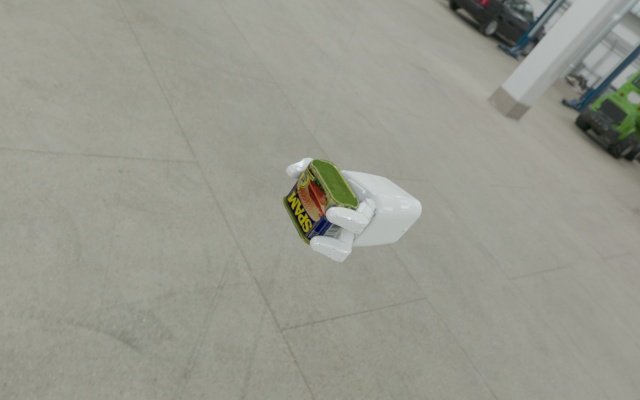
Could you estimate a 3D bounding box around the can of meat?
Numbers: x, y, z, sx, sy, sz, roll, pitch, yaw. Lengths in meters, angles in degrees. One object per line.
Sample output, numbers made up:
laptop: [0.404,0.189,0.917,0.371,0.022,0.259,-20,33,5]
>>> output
can of meat: [0.000,0.002,0.691,0.057,0.102,0.084,5,-47,-41]
